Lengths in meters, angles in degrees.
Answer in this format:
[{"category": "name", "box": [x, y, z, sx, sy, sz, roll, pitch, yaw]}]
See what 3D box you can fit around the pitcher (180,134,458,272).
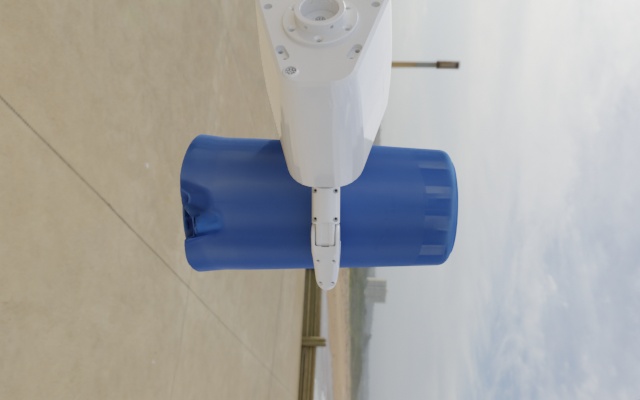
[{"category": "pitcher", "box": [0.000, 0.001, 0.466, 0.243, 0.149, 0.145, 1, -33, 5]}]
